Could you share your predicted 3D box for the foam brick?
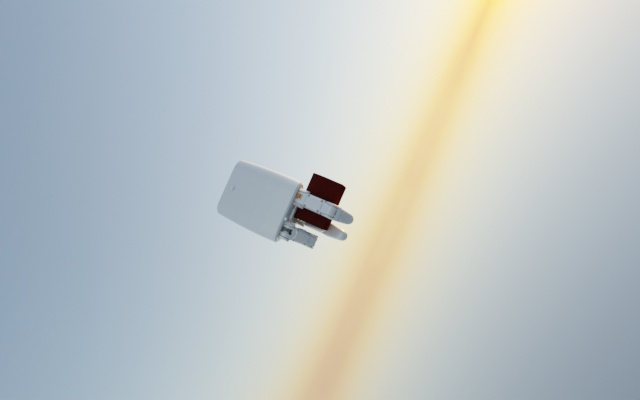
[{"bbox_3d":[0.000,0.002,0.749,0.051,0.078,0.053,23,-2,9],"label":"foam brick"}]
